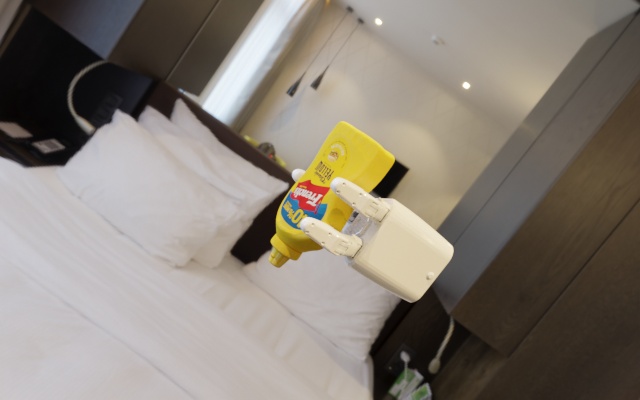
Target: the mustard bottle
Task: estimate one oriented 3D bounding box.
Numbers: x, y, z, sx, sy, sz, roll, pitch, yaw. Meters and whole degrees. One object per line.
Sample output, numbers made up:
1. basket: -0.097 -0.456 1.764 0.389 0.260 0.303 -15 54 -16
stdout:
1. mustard bottle: 0.000 0.002 0.577 0.058 0.191 0.096 31 9 -42
